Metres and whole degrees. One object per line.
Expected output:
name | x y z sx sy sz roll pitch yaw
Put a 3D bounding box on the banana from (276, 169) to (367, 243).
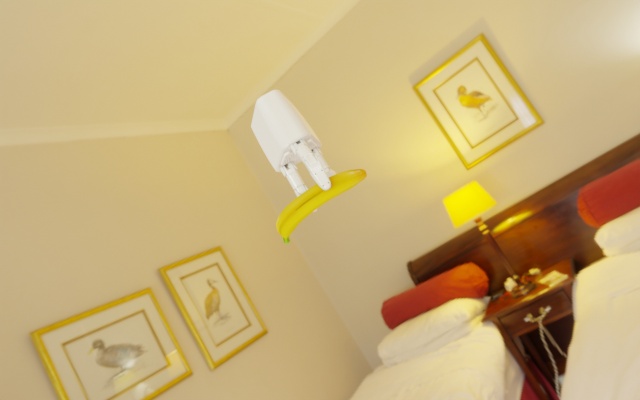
banana | -0.010 0.002 0.819 0.198 0.037 0.069 -39 -21 15
